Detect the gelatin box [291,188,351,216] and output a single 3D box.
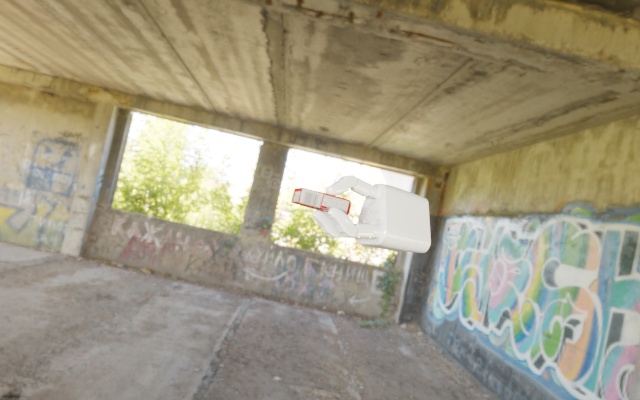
[{"bbox_3d":[0.000,0.002,0.818,0.089,0.030,0.073,15,-3,-13],"label":"gelatin box"}]
